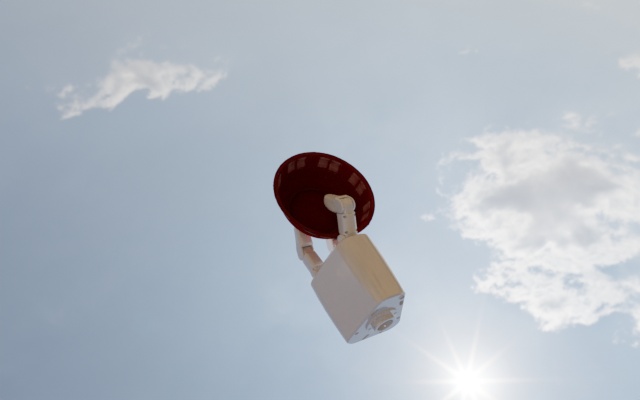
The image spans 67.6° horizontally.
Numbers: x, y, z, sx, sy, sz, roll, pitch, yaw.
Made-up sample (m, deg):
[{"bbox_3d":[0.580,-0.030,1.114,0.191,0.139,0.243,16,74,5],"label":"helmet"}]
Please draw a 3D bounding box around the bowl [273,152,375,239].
[{"bbox_3d":[0.000,0.002,0.739,0.162,0.162,0.055,0,-35,-21],"label":"bowl"}]
